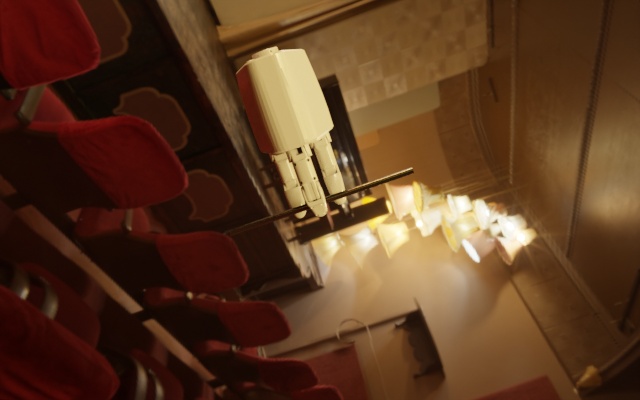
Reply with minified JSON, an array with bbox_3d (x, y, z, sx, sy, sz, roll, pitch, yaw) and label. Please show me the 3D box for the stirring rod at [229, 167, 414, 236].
[{"bbox_3d":[0.000,0.002,0.594,0.239,0.011,0.011,-19,-1,3],"label":"stirring rod"}]
